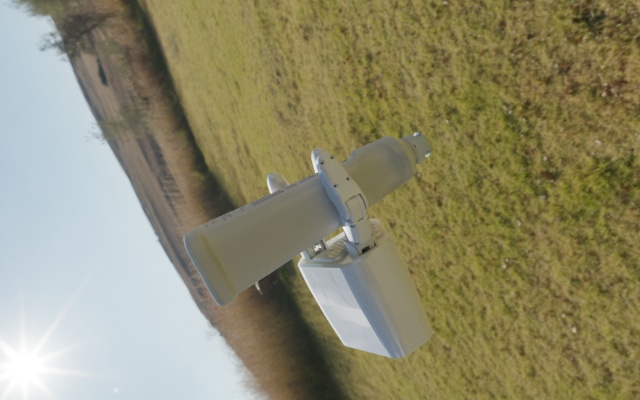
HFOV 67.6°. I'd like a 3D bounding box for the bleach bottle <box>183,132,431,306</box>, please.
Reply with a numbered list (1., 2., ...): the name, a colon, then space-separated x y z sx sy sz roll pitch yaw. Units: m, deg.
1. bleach bottle: 0.000 0.001 0.449 0.251 0.068 0.102 -29 9 -14
